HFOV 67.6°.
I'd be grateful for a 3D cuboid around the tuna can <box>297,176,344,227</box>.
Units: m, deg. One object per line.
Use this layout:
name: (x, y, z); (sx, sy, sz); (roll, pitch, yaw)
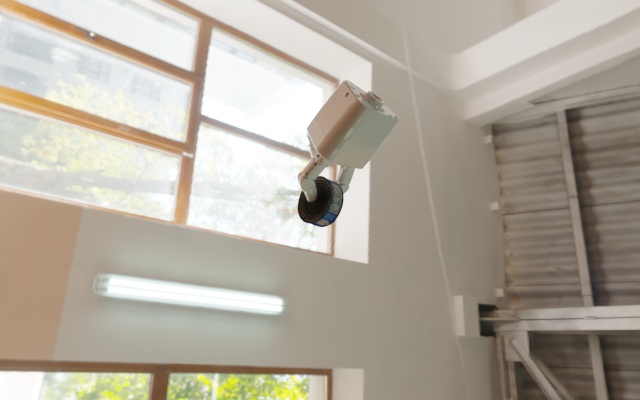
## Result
tuna can: (0.001, 0.003, 0.828); (0.034, 0.086, 0.086); (22, -14, -38)
